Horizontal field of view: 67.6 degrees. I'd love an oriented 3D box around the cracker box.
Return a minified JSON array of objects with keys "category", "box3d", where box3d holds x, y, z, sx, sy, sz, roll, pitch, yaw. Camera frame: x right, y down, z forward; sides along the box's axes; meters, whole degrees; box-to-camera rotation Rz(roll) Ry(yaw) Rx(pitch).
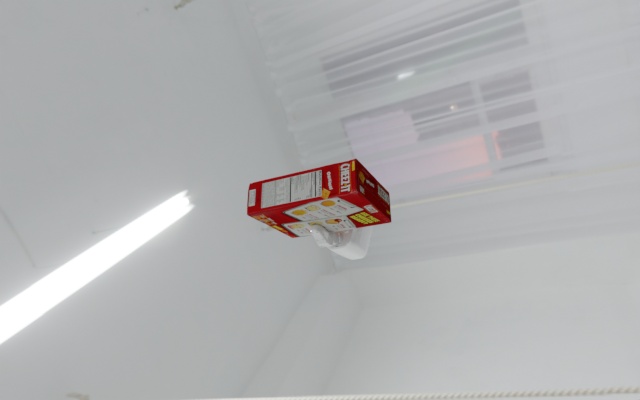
[{"category":"cracker box","box3d":[0.000,0.003,0.868,0.214,0.072,0.164,-12,-24,24]}]
